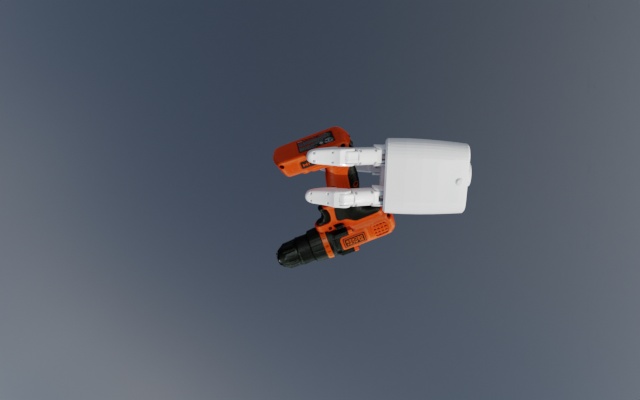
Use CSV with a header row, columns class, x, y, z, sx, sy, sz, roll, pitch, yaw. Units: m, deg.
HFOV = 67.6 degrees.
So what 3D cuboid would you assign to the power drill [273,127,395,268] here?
class,x,y,z,sx,sy,sz,roll,pitch,yaw
power drill,0.000,0.002,0.679,0.184,0.188,0.057,-22,34,0
